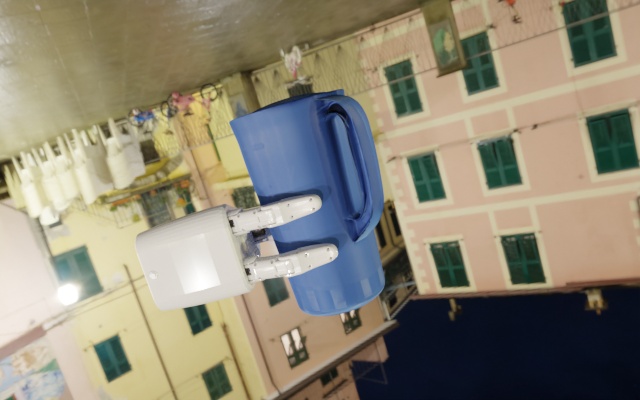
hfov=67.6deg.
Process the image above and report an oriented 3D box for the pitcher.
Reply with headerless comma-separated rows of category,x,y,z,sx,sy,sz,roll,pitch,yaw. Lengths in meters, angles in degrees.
pitcher,0.000,0.002,0.542,0.145,0.243,0.149,-16,9,4
